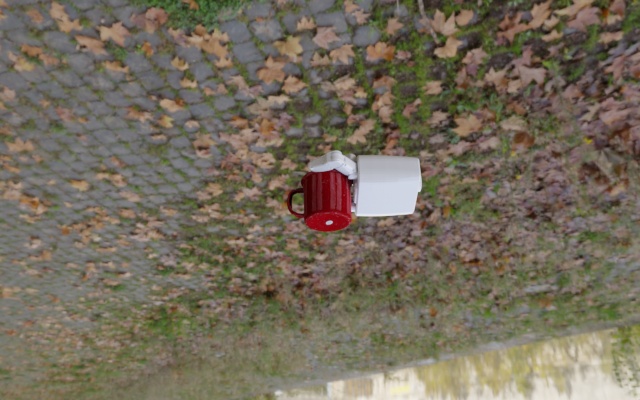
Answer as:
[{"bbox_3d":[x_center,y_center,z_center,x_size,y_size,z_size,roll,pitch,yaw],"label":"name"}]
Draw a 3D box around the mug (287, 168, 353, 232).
[{"bbox_3d":[-0.001,0.003,0.825,0.117,0.081,0.093,-1,-27,1],"label":"mug"}]
